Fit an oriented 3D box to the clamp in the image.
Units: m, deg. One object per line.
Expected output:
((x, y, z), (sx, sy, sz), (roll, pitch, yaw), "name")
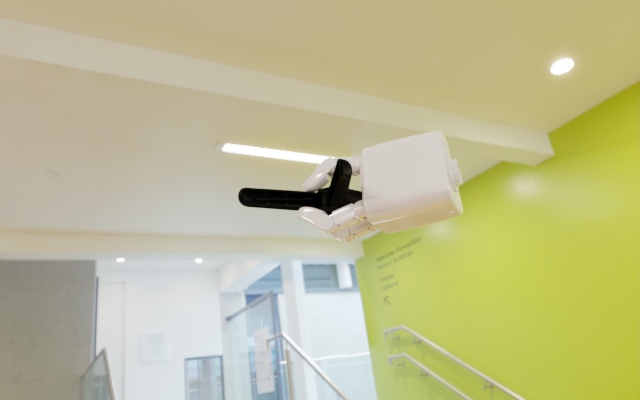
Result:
((0.001, 0.002, 0.666), (0.164, 0.036, 0.210), (-11, -20, 23), "clamp")
